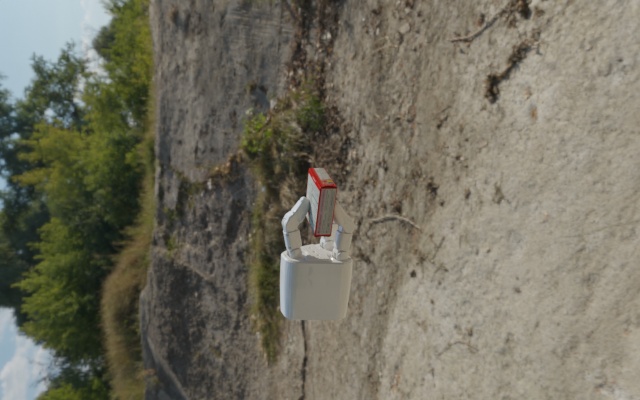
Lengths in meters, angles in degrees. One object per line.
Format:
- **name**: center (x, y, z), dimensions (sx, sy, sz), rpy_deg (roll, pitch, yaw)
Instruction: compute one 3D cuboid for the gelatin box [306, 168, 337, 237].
- **gelatin box**: center (0.000, 0.002, 0.753), dimensions (0.030, 0.089, 0.073), rpy_deg (-2, 27, -15)
